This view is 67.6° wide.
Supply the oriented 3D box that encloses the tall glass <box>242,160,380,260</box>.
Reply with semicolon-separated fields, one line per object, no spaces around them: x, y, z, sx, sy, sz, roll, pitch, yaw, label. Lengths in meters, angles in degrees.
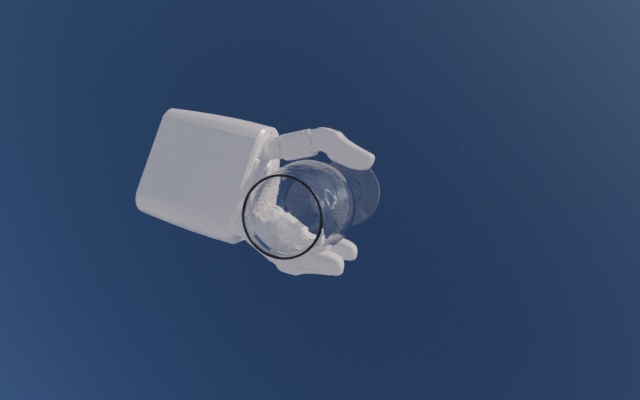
0.000;0.001;0.433;0.079;0.079;0.201;0;6;16;tall glass
